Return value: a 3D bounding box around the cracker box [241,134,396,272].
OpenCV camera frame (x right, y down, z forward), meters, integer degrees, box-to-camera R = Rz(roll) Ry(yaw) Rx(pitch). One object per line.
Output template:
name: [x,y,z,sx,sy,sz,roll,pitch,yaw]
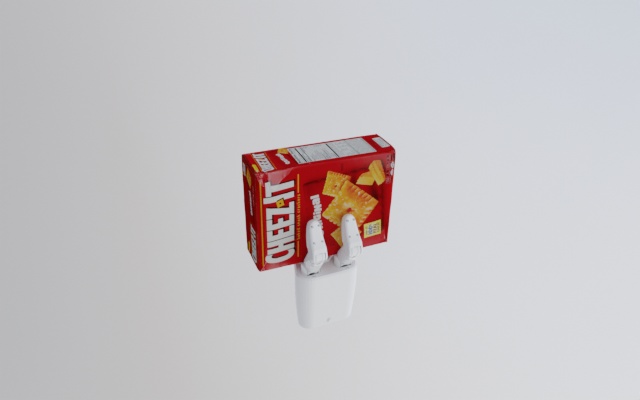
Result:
cracker box: [0.000,0.002,0.701,0.213,0.164,0.072,-11,33,-21]
